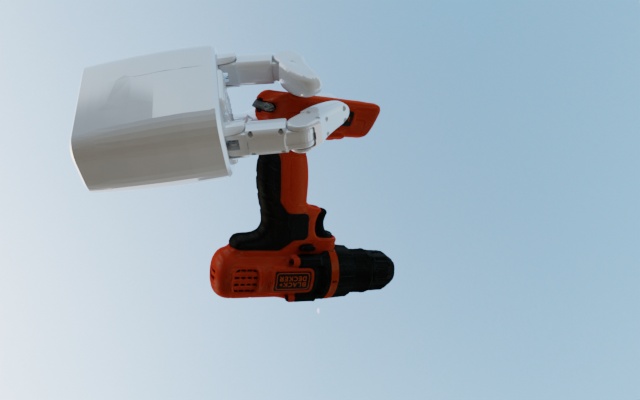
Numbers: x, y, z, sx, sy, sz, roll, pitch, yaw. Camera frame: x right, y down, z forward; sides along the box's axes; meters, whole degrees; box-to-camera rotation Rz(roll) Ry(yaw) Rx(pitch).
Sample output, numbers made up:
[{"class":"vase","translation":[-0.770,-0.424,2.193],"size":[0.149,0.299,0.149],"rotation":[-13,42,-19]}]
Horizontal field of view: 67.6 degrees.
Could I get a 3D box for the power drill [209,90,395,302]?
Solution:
[{"class":"power drill","translation":[0.000,0.001,0.432],"size":[0.184,0.188,0.057],"rotation":[2,12,-27]}]
